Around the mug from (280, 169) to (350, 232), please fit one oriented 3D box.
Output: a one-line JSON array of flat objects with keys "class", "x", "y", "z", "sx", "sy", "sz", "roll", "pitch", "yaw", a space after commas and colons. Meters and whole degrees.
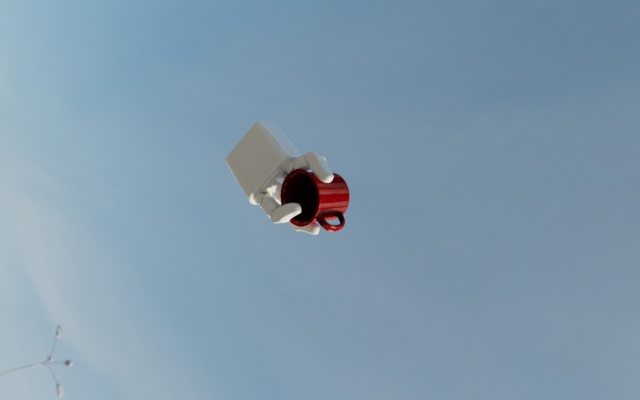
[{"class": "mug", "x": 0.001, "y": 0.004, "z": 0.785, "sx": 0.081, "sy": 0.117, "sz": 0.093, "roll": -4, "pitch": -42, "yaw": -45}]
